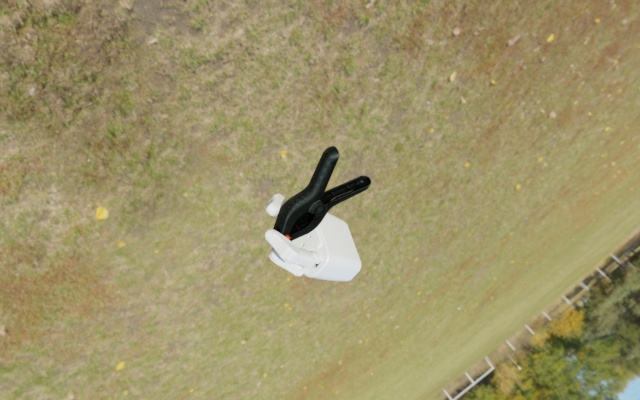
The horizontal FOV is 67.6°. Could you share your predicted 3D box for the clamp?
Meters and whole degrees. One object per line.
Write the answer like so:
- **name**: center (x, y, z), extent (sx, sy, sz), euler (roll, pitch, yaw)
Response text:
- **clamp**: center (0.000, 0.003, 0.726), extent (0.120, 0.171, 0.039), euler (26, 23, -43)
